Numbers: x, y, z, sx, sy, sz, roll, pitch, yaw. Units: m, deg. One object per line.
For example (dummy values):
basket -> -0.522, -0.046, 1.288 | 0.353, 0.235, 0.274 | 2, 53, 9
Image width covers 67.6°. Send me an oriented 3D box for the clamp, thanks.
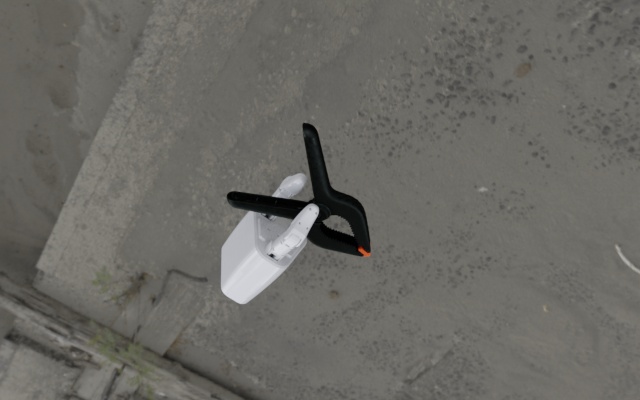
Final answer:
clamp -> 0.000, 0.003, 0.647 | 0.210, 0.165, 0.036 | 34, 31, -17
